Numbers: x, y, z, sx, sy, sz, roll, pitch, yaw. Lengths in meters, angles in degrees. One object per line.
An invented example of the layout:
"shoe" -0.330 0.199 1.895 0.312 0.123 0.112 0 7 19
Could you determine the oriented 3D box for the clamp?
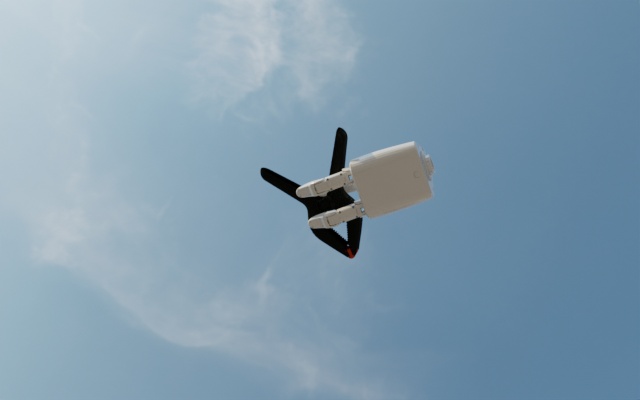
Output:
"clamp" 0.001 0.003 0.795 0.164 0.210 0.036 -18 10 22
